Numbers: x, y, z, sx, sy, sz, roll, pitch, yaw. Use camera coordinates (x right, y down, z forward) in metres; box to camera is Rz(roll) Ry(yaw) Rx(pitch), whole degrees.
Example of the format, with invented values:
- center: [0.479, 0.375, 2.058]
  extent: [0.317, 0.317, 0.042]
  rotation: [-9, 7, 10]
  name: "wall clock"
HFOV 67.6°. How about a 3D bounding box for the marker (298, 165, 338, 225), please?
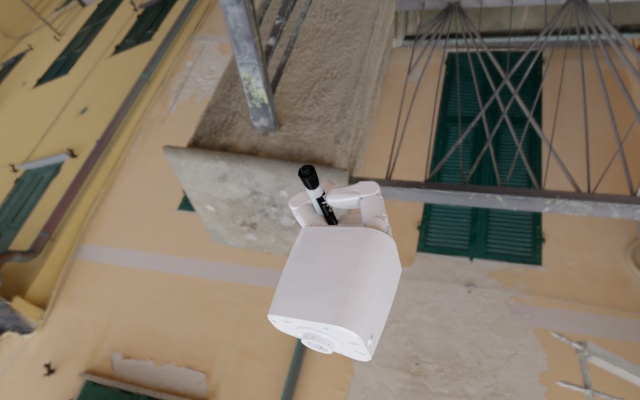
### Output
- center: [0.000, 0.002, 0.528]
  extent: [0.020, 0.020, 0.121]
  rotation: [0, -35, 18]
  name: "marker"
